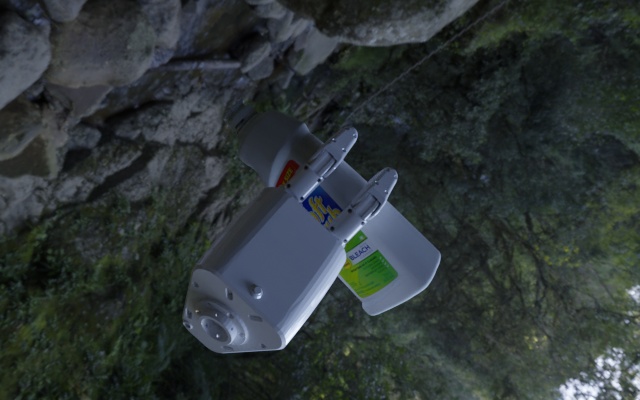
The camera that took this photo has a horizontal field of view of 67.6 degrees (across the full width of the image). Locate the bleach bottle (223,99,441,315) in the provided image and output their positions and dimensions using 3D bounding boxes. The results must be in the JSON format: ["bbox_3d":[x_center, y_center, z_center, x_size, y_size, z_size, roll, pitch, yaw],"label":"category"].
[{"bbox_3d":[0.000,0.002,0.484,0.103,0.251,0.068,-41,7,44],"label":"bleach bottle"}]
